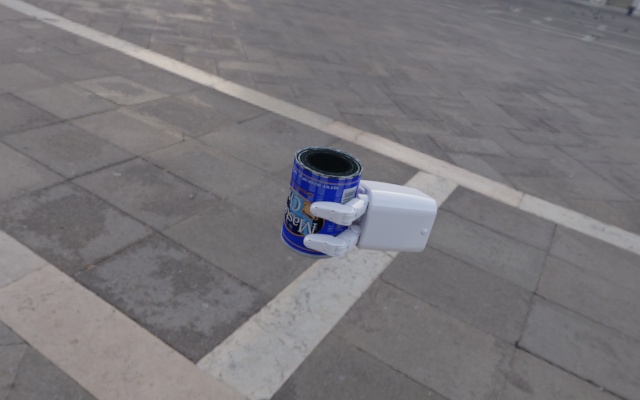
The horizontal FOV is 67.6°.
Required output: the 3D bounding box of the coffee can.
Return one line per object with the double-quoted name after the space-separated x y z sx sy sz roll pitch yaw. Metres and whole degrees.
0.000 0.002 0.725 0.103 0.140 0.102 9 29 -5 "coffee can"
